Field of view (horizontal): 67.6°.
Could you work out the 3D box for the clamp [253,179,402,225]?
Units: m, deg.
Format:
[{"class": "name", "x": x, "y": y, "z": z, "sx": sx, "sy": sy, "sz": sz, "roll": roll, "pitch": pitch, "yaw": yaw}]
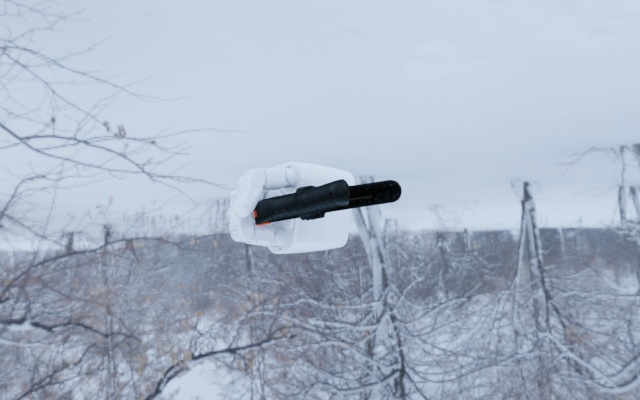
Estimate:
[{"class": "clamp", "x": 0.000, "y": 0.002, "z": 0.522, "sx": 0.171, "sy": 0.039, "sz": 0.120, "roll": -9, "pitch": -9, "yaw": 44}]
